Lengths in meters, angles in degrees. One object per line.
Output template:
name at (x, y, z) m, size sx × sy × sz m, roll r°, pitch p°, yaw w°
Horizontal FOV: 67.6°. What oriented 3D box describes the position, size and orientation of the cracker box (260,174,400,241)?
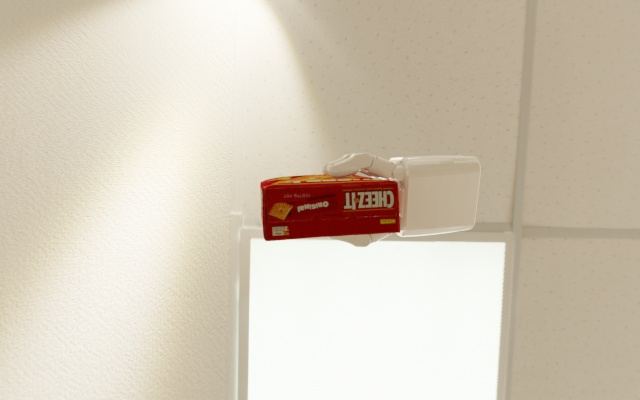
cracker box at (0.000, 0.002, 0.658) m, size 0.164 × 0.072 × 0.213 m, roll -4°, pitch 5°, yaw -8°
